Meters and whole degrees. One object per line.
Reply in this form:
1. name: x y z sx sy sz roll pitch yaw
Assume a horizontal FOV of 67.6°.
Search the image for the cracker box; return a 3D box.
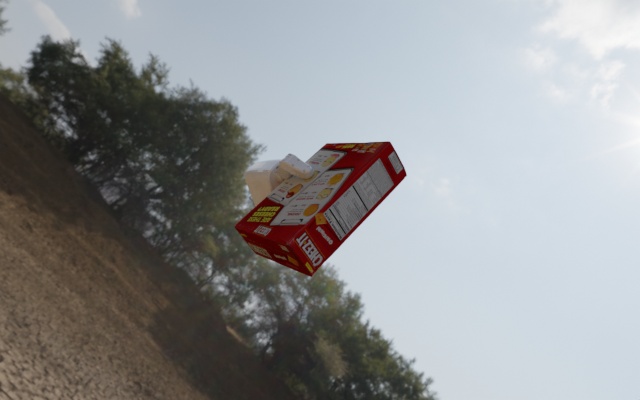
1. cracker box: 0.000 0.002 0.706 0.213 0.072 0.164 -45 27 -22
